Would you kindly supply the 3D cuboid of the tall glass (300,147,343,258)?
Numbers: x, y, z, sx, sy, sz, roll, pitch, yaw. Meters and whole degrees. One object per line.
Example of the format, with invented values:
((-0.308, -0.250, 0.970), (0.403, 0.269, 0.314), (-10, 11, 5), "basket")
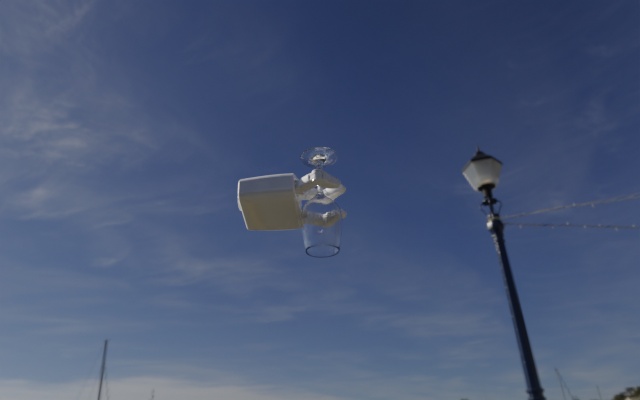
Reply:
((0.000, 0.002, 0.898), (0.079, 0.201, 0.079), (-2, -28, -1), "tall glass")
